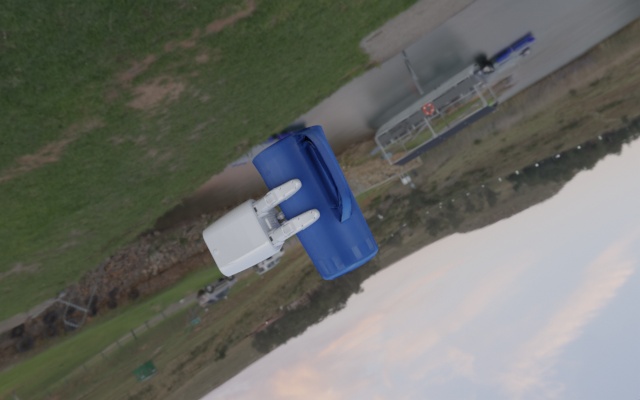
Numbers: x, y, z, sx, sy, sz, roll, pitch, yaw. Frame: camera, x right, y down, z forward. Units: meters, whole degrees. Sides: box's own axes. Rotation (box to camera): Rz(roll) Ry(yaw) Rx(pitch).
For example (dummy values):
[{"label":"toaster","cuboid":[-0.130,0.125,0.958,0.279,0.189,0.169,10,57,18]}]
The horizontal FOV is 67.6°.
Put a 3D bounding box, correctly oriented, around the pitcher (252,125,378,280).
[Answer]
[{"label":"pitcher","cuboid":[0.000,0.003,0.798,0.145,0.243,0.149,-29,-3,17]}]
